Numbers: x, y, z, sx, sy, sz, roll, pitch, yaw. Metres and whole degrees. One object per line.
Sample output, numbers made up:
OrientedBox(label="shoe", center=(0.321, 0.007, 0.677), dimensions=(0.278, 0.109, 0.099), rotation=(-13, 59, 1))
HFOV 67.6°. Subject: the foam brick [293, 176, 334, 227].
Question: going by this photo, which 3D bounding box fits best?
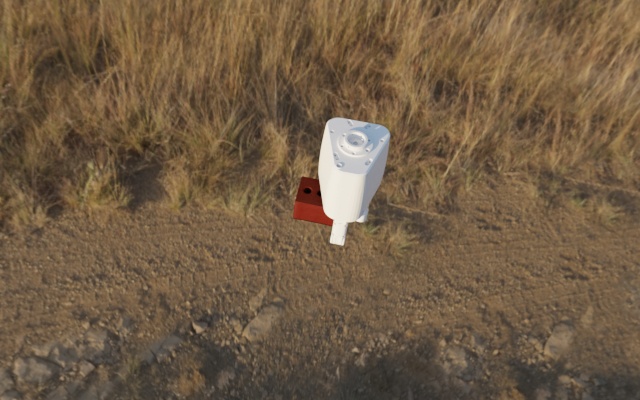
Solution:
OrientedBox(label="foam brick", center=(0.000, 0.003, 0.759), dimensions=(0.078, 0.053, 0.051), rotation=(11, -35, 3))
